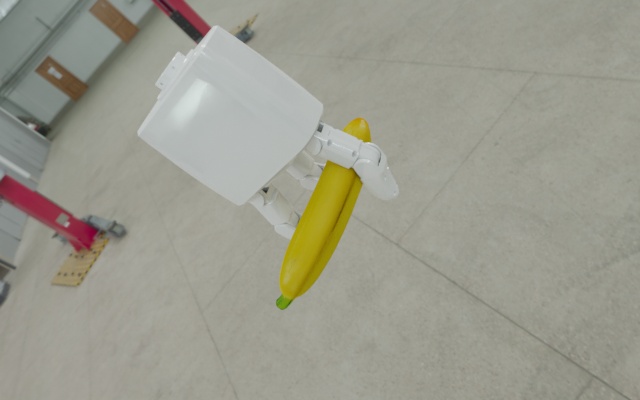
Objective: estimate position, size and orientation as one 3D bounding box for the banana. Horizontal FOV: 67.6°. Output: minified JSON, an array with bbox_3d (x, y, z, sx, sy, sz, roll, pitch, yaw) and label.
[{"bbox_3d":[0.005,0.003,0.422,0.037,0.197,0.069,29,-13,-16],"label":"banana"}]
